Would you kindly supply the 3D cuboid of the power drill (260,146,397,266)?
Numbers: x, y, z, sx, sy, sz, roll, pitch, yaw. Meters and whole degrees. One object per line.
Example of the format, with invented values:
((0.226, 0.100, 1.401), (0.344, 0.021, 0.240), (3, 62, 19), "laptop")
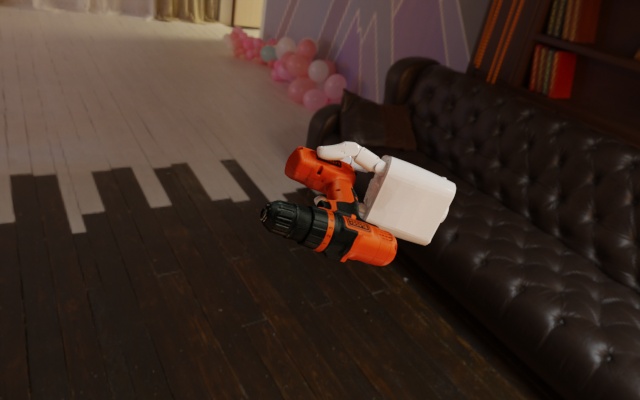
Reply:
((0.000, 0.002, 0.641), (0.184, 0.057, 0.187), (20, 30, -25), "power drill")
